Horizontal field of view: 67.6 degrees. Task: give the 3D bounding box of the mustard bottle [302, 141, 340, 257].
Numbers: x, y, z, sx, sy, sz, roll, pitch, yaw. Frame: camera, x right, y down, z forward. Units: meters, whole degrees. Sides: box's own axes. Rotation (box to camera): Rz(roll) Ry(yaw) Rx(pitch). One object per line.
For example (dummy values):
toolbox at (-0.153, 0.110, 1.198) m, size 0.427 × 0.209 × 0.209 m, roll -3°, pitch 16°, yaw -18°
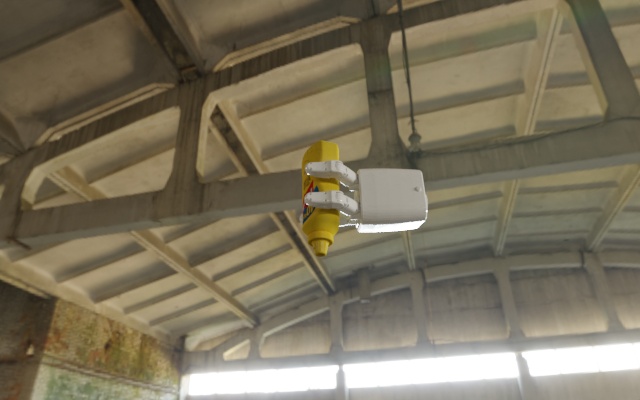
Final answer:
mustard bottle at (0.000, 0.002, 0.794) m, size 0.058 × 0.191 × 0.096 m, roll 11°, pitch -32°, yaw -20°
